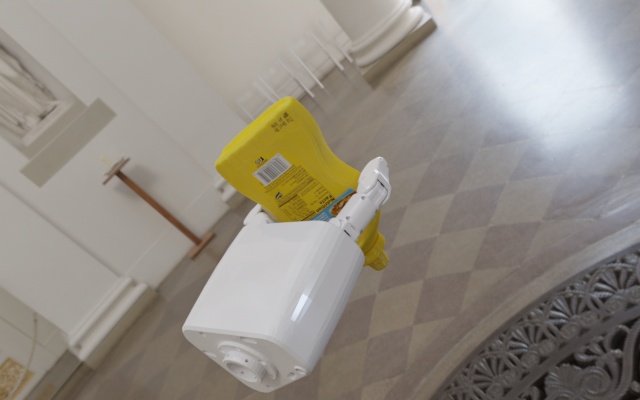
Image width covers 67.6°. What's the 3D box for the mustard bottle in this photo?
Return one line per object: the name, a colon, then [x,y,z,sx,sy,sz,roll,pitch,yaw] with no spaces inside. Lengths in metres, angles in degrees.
mustard bottle: [0.000,0.001,0.453,0.096,0.192,0.058,-36,21,23]
